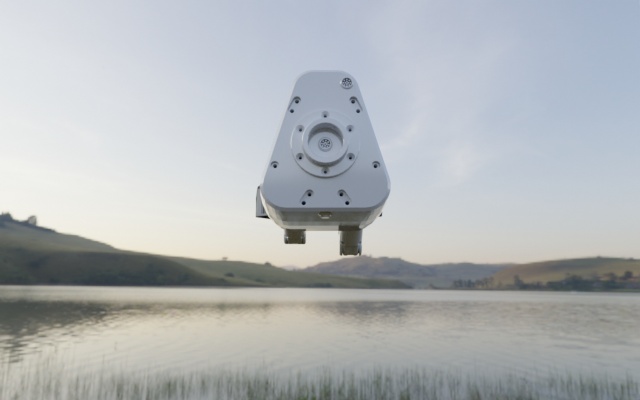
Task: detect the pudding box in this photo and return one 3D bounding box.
[{"bbox_3d":[0.000,0.002,0.519,0.113,0.039,0.090,-4,-9,27],"label":"pudding box"}]
